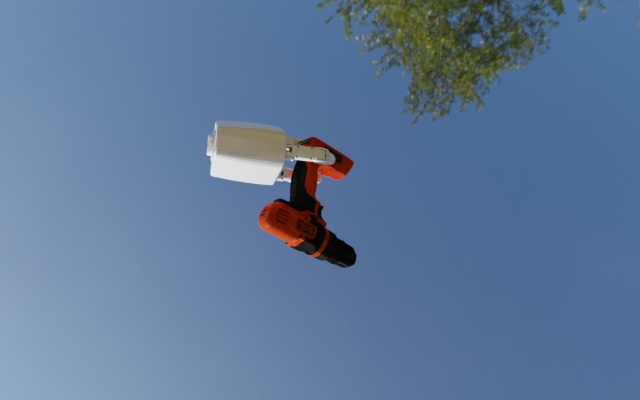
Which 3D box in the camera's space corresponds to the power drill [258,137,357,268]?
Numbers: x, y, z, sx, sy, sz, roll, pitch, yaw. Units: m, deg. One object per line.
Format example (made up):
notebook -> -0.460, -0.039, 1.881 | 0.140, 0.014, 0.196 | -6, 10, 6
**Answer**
power drill -> 0.000, 0.002, 0.796 | 0.184, 0.187, 0.057 | 31, -33, -27
